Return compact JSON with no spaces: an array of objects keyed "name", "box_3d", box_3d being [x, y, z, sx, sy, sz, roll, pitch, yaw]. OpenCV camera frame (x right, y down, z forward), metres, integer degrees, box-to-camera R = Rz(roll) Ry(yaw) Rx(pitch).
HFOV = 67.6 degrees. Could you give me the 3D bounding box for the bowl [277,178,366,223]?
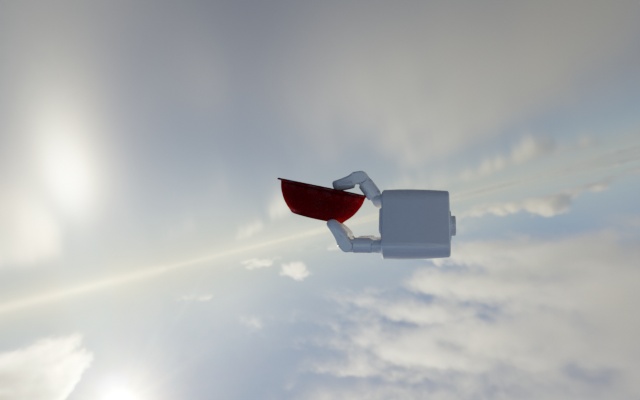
[{"name":"bowl","box_3d":[-0.001,0.003,0.817,0.162,0.055,0.162,12,2,-1]}]
